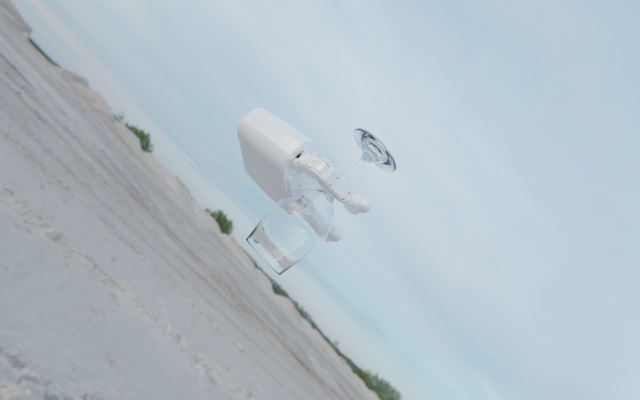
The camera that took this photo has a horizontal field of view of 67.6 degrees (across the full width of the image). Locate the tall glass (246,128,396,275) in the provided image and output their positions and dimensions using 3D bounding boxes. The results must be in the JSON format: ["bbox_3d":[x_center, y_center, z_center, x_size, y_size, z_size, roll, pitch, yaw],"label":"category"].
[{"bbox_3d":[0.001,0.002,0.601,0.201,0.079,0.079,-44,10,-11],"label":"tall glass"}]
